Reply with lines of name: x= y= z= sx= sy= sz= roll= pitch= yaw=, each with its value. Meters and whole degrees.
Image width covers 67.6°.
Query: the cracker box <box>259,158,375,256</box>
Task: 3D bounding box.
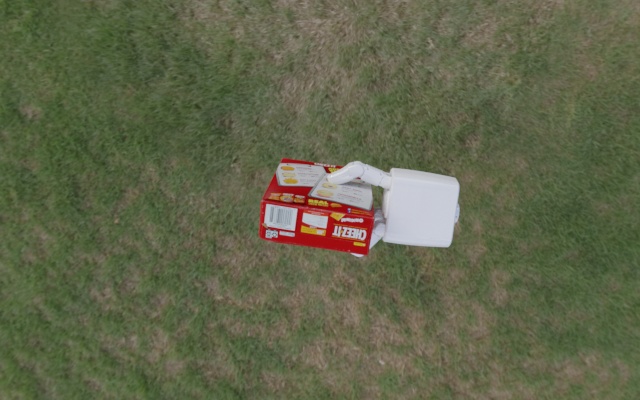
cracker box: x=0.000 y=0.002 z=0.775 sx=0.164 sy=0.072 sz=0.213 roll=8 pitch=22 yaw=1
